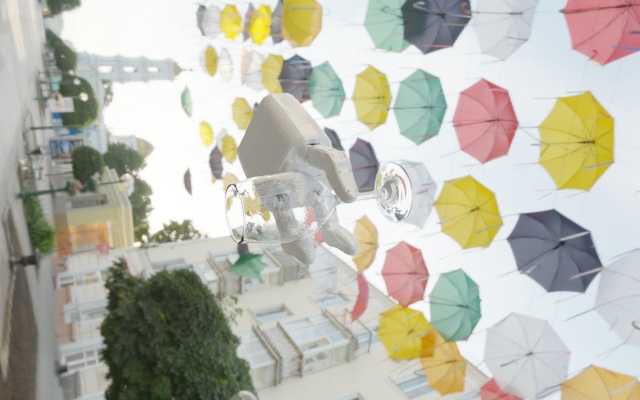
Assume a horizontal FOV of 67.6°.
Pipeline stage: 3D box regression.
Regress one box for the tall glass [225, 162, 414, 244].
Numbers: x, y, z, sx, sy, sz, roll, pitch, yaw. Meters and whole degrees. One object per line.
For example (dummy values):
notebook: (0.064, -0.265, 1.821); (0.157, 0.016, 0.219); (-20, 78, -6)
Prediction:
tall glass: (0.001, 0.002, 0.527); (0.201, 0.079, 0.079); (-8, 3, -28)
